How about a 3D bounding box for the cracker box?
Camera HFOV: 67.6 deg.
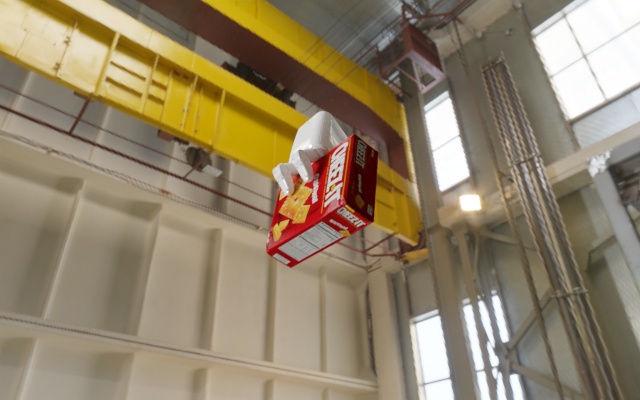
[{"bbox_3d":[0.000,0.003,0.848,0.072,0.164,0.214,33,-46,-26],"label":"cracker box"}]
